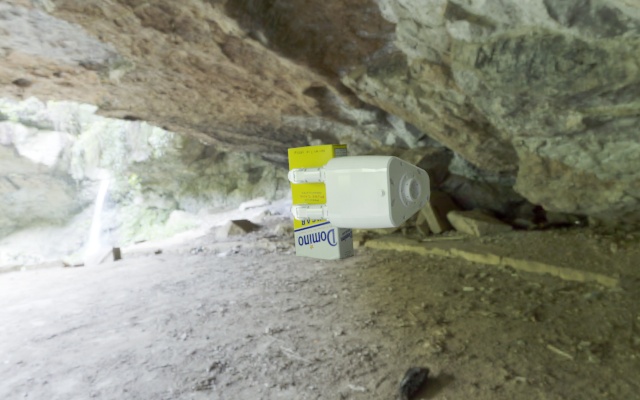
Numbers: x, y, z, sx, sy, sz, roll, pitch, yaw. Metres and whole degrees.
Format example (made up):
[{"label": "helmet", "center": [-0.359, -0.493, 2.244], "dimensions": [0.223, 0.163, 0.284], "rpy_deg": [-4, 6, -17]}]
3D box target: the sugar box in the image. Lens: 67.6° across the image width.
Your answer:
[{"label": "sugar box", "center": [0.000, 0.002, 0.755], "dimensions": [0.093, 0.176, 0.048], "rpy_deg": [-1, 4, 40]}]
